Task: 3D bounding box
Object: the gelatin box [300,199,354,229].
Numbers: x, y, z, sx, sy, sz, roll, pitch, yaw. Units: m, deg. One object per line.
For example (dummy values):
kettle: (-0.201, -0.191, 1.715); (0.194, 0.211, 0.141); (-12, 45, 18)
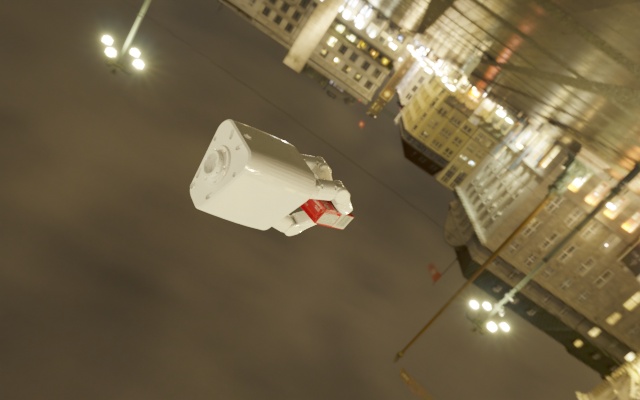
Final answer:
gelatin box: (0.000, 0.003, 0.683); (0.073, 0.030, 0.089); (50, 16, 27)
